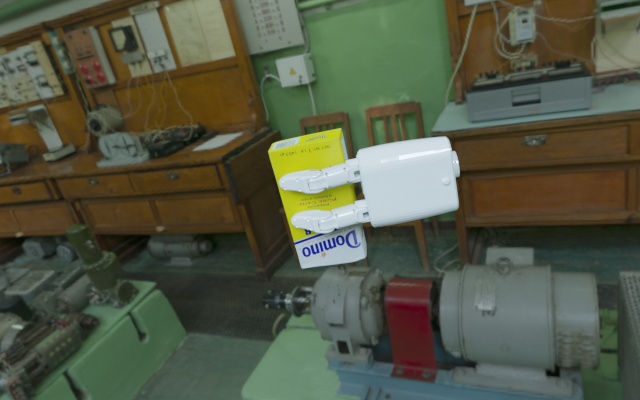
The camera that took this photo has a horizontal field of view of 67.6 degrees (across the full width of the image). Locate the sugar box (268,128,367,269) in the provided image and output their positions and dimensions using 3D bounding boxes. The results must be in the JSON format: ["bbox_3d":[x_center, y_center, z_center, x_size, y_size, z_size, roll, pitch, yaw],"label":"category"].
[{"bbox_3d":[0.000,0.002,0.624,0.093,0.176,0.048,-10,23,11],"label":"sugar box"}]
